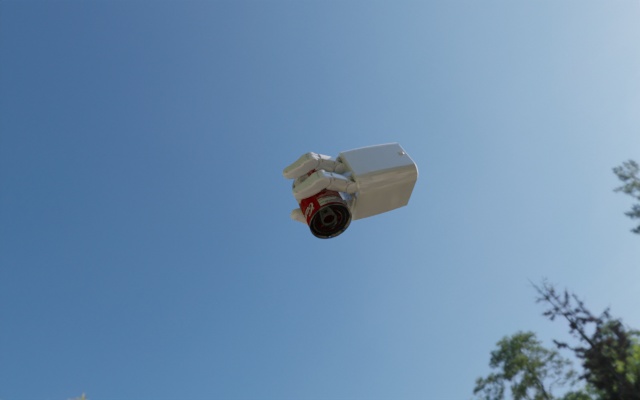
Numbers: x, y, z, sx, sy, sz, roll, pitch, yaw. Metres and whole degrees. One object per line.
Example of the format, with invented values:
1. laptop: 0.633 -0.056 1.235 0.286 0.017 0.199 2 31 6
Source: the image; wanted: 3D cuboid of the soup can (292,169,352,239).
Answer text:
1. soup can: 0.000 0.003 0.757 0.068 0.068 0.102 0 37 -23
